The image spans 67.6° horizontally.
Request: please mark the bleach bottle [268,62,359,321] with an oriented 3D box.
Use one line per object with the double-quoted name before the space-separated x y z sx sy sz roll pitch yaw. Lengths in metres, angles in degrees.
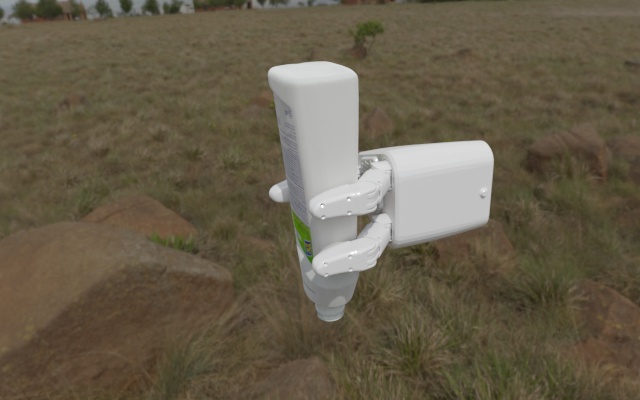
"bleach bottle" 0.000 0.002 0.462 0.068 0.251 0.102 -10 25 -14
